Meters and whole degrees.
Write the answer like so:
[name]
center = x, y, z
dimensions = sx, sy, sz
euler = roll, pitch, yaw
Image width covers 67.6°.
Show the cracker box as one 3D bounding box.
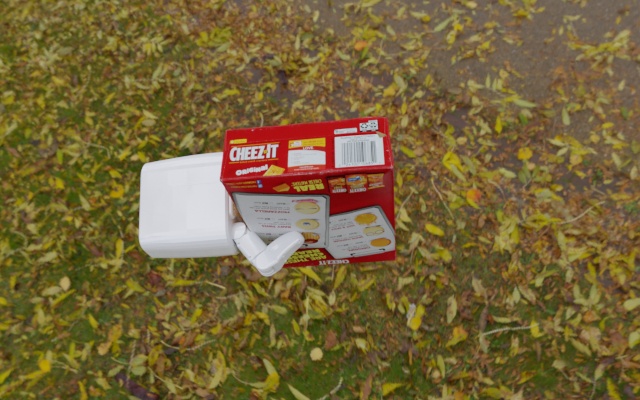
[cracker box]
center = 0.000, 0.002, 0.539
dimensions = 0.164, 0.072, 0.214
euler = -4, -30, 7
